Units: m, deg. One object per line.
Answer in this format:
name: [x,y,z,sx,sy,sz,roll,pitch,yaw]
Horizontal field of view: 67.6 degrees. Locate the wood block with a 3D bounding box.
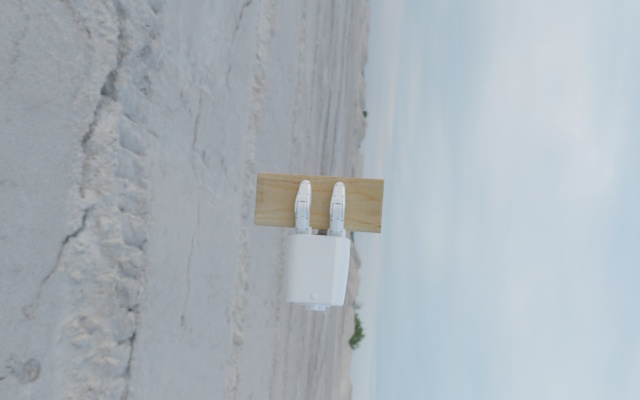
wood block: [0.000,0.003,0.813,0.206,0.090,0.091,4,0,5]
